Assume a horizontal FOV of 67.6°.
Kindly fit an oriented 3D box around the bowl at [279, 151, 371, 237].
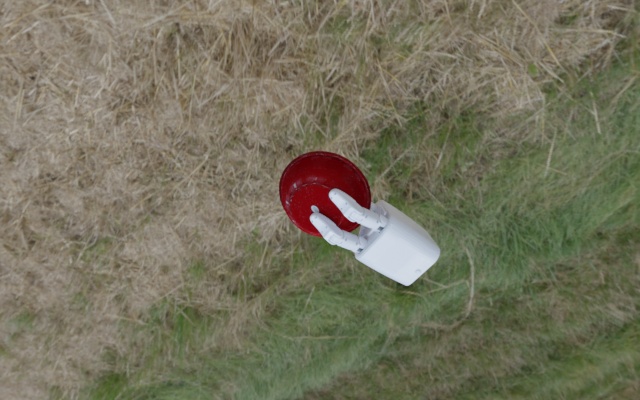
[{"bbox_3d":[-0.001,0.002,0.788,0.162,0.162,0.055,0,26,16],"label":"bowl"}]
